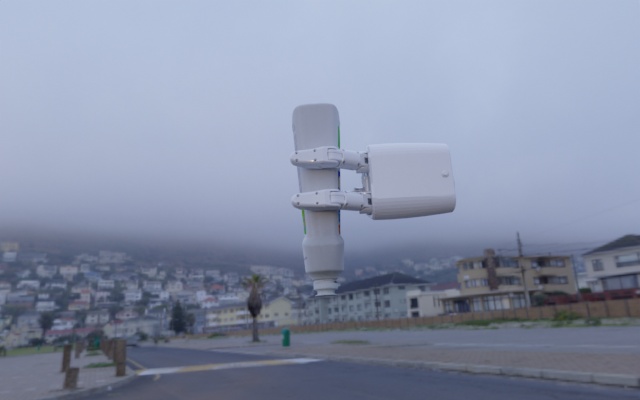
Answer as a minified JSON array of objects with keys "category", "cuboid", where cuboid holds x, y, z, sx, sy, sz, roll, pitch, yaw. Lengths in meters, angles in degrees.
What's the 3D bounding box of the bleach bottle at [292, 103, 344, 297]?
[{"category":"bleach bottle","cuboid":[0.000,0.002,0.645,0.068,0.250,0.102,-3,-15,0]}]
